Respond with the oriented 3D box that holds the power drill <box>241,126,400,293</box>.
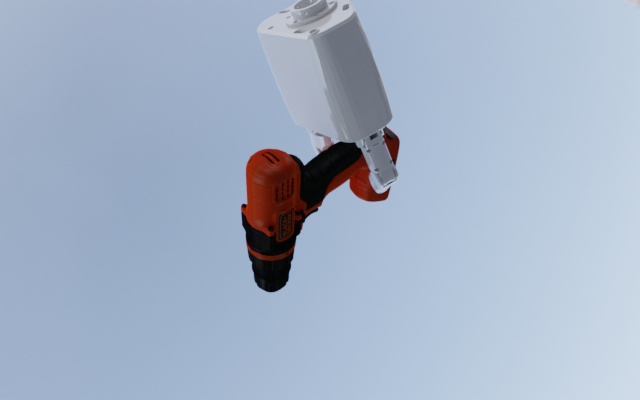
[{"bbox_3d":[0.000,0.001,0.519,0.187,0.185,0.057,-31,55,-33],"label":"power drill"}]
